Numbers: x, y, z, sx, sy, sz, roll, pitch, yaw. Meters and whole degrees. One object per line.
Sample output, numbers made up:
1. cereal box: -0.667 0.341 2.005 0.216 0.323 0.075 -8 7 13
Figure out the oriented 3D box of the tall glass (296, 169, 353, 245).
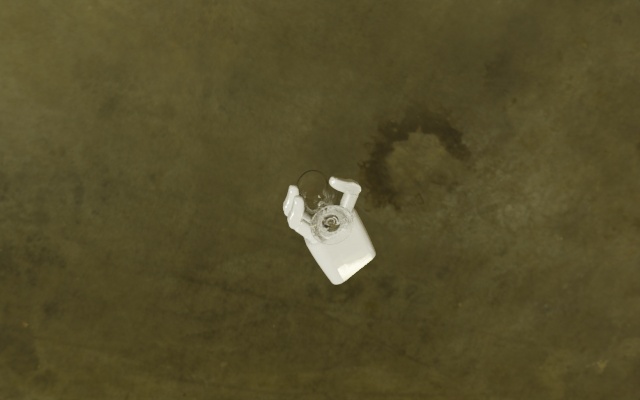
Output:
1. tall glass: 0.000 0.003 0.888 0.079 0.079 0.201 0 23 -12
